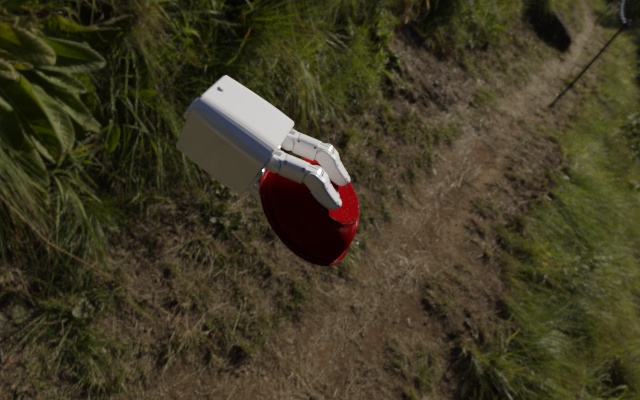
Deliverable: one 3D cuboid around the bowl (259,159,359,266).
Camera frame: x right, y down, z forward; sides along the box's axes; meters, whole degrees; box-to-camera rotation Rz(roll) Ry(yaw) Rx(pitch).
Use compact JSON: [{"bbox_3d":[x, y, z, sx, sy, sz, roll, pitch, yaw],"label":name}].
[{"bbox_3d":[0.001,0.003,0.629,0.055,0.162,0.162,-35,-21,34],"label":"bowl"}]
